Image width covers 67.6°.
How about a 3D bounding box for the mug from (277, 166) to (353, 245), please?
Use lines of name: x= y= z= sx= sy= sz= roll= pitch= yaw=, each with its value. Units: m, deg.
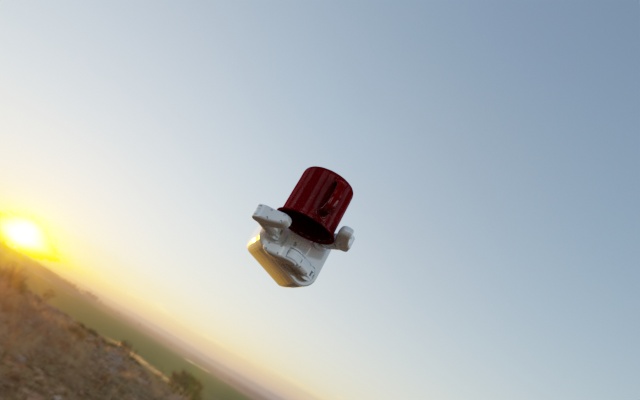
mug: x=0.001 y=0.002 z=0.675 sx=0.093 sy=0.081 sz=0.117 roll=34 pitch=-23 yaw=-11
